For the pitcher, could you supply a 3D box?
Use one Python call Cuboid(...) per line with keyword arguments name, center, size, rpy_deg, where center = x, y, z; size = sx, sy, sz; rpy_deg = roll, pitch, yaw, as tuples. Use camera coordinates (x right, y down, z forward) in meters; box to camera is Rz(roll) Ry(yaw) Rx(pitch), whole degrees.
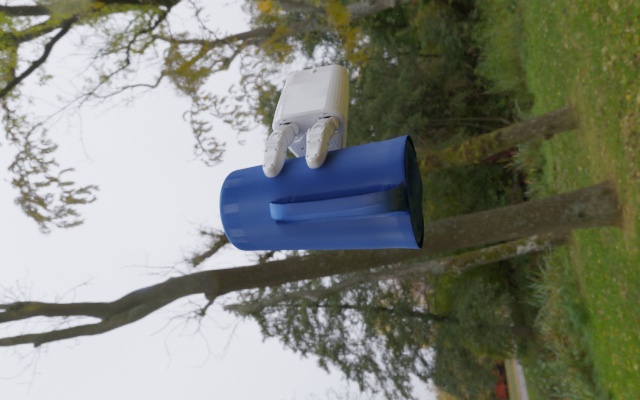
Cuboid(name="pitcher", center=(0.000, 0.002, 0.583), size=(0.243, 0.145, 0.149), rpy_deg=(-6, -39, 18))
